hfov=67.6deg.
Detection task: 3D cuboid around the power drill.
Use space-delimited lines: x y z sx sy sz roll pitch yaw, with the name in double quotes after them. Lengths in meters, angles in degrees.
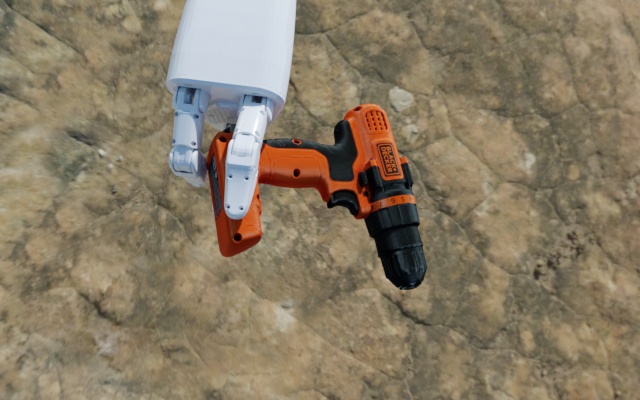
0.000 0.001 0.433 0.187 0.184 0.057 -6 -19 -24 "power drill"
